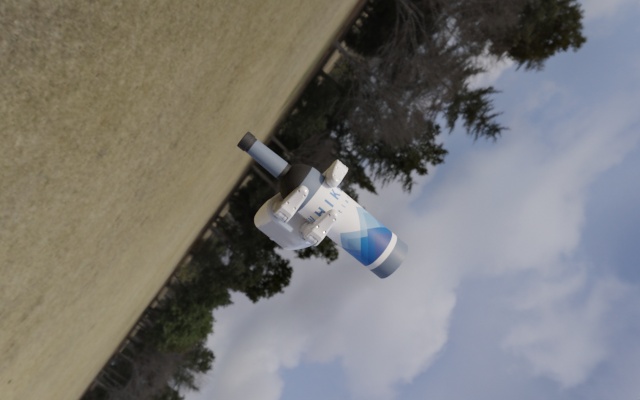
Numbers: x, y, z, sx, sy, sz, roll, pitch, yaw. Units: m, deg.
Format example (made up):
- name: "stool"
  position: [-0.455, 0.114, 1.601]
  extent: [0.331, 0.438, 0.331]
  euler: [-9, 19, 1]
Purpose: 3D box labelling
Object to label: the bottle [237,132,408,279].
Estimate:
- name: "bottle"
  position: [0.000, 0.002, 0.712]
  extent: [0.296, 0.069, 0.069]
  euler: [39, -8, -9]
